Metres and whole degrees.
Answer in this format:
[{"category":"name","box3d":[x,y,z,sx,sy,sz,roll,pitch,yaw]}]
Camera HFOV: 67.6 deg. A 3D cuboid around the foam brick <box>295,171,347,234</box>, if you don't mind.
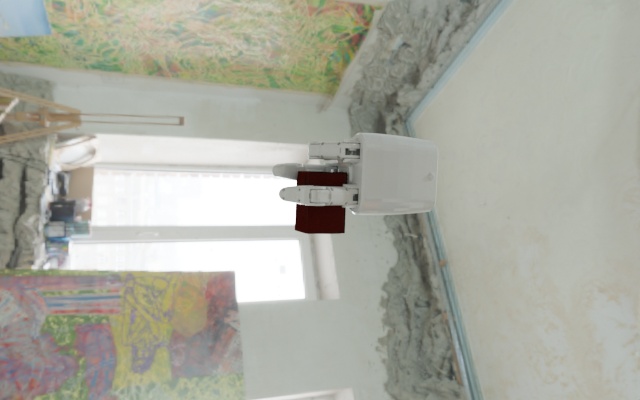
[{"category":"foam brick","box3d":[0.000,0.002,0.600,0.051,0.078,0.053,1,3,-20]}]
